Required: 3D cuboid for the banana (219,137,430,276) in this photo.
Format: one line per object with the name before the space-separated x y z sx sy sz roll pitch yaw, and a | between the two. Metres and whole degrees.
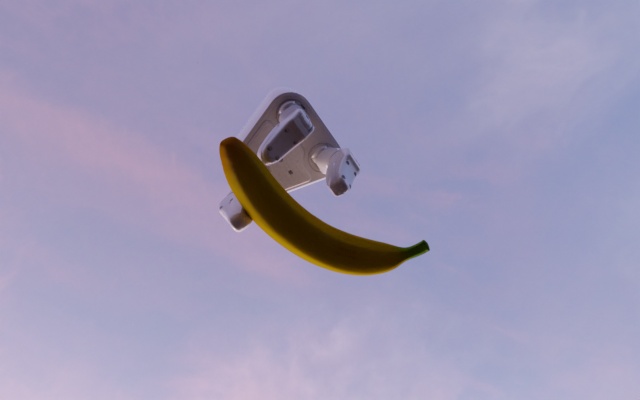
banana | -0.006 0.018 0.406 0.198 0.070 0.037 27 16 -16
